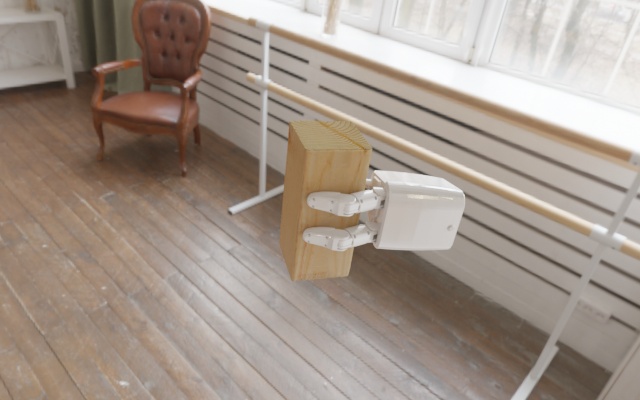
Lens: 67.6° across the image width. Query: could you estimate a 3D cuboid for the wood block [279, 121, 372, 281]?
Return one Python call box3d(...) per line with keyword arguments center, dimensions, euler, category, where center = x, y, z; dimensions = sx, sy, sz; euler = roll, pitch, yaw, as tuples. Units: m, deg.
box3d(center=(0.000, 0.002, 0.665), dimensions=(0.090, 0.206, 0.090), euler=(-2, 33, -16), category="wood block")
